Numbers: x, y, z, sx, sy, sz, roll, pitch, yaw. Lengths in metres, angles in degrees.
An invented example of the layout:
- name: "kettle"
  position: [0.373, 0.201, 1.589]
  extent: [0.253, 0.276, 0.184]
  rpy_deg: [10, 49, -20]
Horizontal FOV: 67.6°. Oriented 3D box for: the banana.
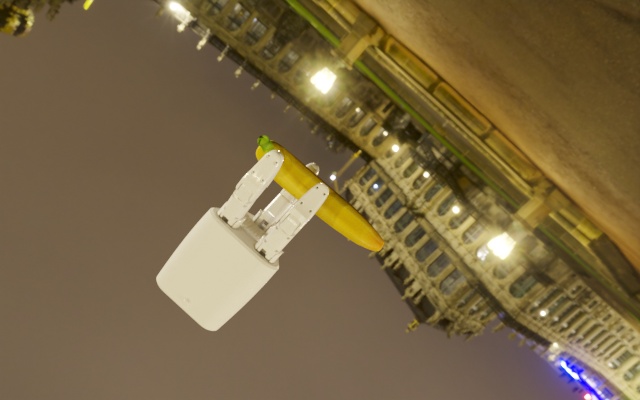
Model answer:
- name: "banana"
  position: [-0.007, -0.007, 0.546]
  extent: [0.198, 0.037, 0.069]
  rpy_deg: [40, 6, -24]
